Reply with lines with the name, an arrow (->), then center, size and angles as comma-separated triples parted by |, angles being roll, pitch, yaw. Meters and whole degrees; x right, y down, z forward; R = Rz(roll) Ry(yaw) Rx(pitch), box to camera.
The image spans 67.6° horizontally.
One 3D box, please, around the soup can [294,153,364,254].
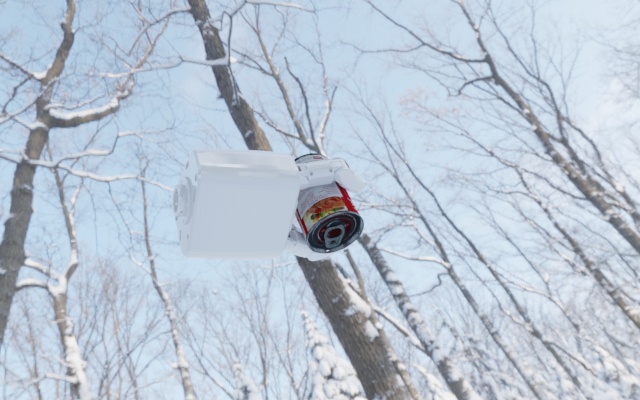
soup can -> 0.000, 0.002, 0.559 | 0.068, 0.068, 0.102 | 0, 44, -28
